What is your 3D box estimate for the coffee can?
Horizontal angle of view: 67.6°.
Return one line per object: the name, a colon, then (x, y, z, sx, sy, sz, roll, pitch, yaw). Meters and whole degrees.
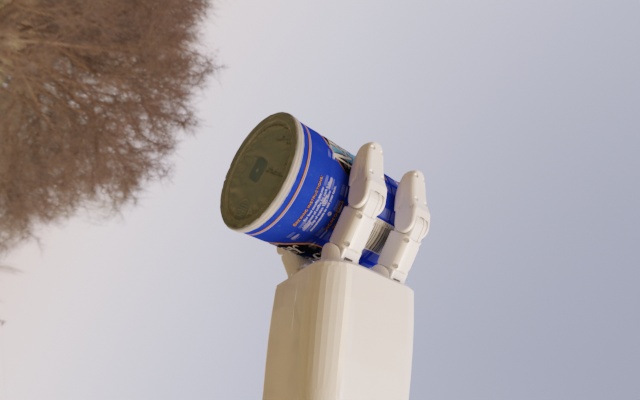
coffee can: (0.000, 0.001, 0.417, 0.140, 0.102, 0.103, 27, -16, -34)
